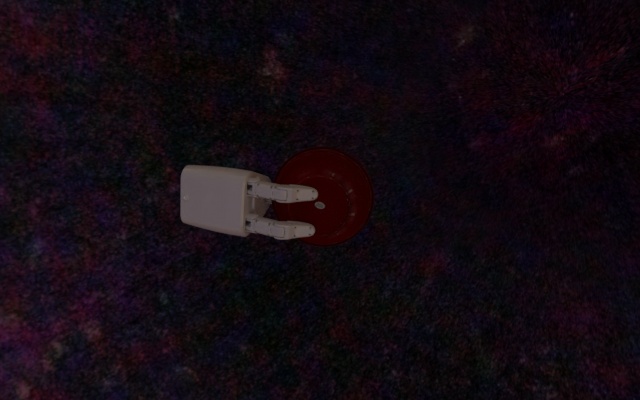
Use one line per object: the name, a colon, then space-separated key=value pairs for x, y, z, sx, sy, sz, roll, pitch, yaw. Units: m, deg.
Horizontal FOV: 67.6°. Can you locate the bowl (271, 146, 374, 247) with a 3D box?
bowl: x=0.001 y=0.002 z=0.717 sx=0.162 sy=0.162 sz=0.055 roll=0 pitch=14 yaw=6
